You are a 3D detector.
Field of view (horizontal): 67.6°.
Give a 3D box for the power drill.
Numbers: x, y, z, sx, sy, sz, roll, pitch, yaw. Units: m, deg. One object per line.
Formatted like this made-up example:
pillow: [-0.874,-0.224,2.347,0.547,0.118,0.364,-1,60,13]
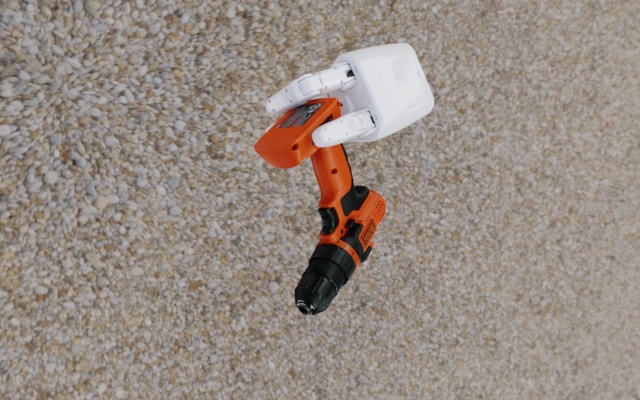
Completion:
power drill: [0.000,0.001,0.508,0.057,0.188,0.184,1,38,32]
